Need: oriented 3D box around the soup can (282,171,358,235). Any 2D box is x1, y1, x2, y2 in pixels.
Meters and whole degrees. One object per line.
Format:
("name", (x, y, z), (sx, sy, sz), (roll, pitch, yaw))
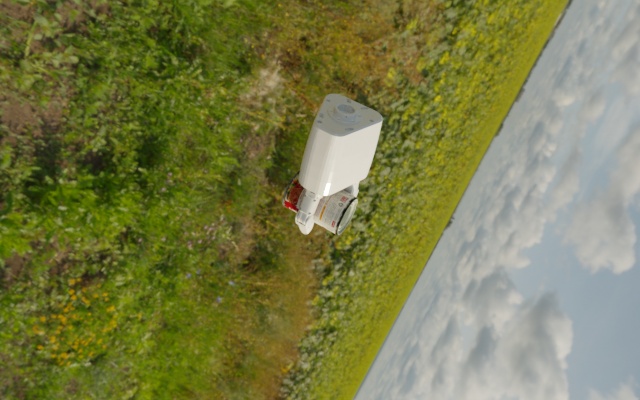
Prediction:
("soup can", (0.000, 0.003, 0.763), (0.102, 0.068, 0.068), (28, 8, 15))
